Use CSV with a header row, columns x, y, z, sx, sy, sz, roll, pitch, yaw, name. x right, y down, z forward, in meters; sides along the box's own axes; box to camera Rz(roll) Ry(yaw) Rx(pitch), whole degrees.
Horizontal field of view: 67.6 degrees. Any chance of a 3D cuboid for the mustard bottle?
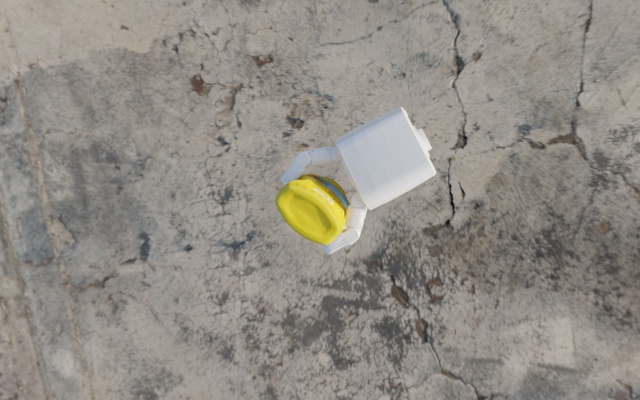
x,y,z,sx,sy,sz,roll,pitch,yaw,name
0.000,0.003,0.707,0.096,0.058,0.191,38,15,2,mustard bottle
